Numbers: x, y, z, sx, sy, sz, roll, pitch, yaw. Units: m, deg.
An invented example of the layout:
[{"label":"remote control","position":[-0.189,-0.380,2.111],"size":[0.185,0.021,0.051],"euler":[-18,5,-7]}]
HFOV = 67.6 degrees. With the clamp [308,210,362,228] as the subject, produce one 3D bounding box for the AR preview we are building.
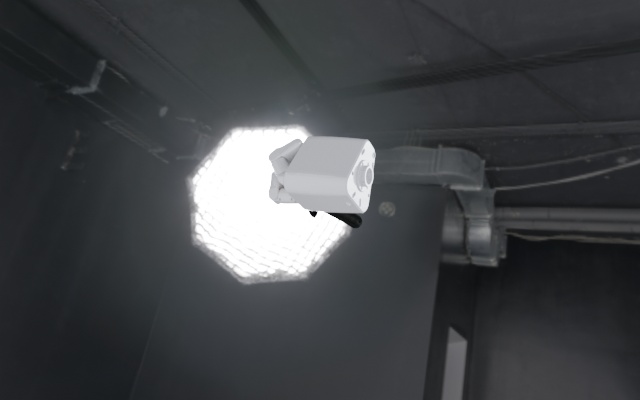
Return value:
[{"label":"clamp","position":[0.000,0.002,0.845],"size":[0.120,0.039,0.171],"euler":[9,-18,30]}]
